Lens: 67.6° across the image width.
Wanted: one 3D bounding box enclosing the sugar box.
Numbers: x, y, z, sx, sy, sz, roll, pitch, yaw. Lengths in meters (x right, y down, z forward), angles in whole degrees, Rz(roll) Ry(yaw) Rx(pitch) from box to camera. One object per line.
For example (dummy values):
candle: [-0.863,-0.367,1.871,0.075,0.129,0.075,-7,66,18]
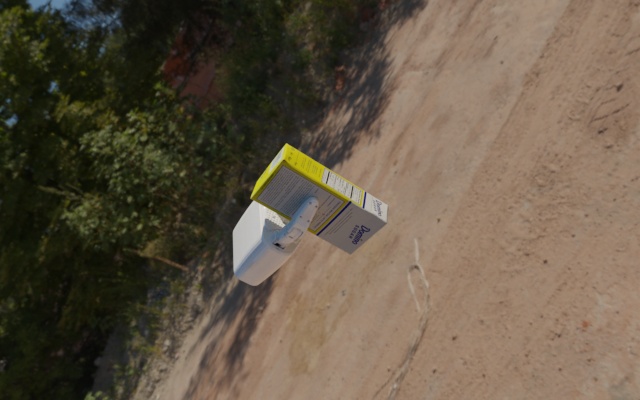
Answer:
sugar box: [0.000,0.002,0.685,0.176,0.048,0.093,29,-49,-18]
